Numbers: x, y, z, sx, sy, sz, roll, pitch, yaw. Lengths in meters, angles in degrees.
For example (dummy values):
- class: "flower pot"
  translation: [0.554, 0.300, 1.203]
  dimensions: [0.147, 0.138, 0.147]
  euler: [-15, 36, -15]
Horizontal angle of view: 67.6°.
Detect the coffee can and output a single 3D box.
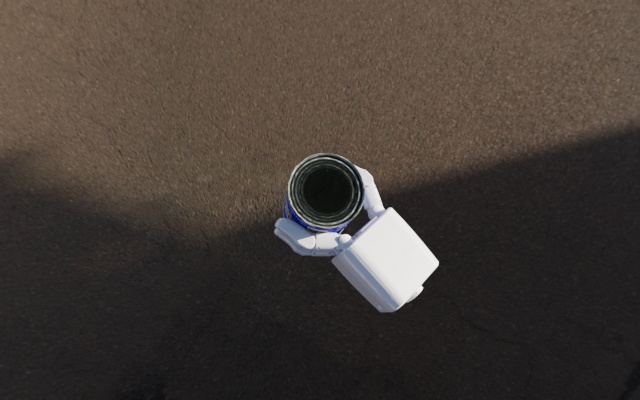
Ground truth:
- class: "coffee can"
  translation: [0.000, 0.002, 0.688]
  dimensions: [0.103, 0.102, 0.140]
  euler: [0, -13, -6]
